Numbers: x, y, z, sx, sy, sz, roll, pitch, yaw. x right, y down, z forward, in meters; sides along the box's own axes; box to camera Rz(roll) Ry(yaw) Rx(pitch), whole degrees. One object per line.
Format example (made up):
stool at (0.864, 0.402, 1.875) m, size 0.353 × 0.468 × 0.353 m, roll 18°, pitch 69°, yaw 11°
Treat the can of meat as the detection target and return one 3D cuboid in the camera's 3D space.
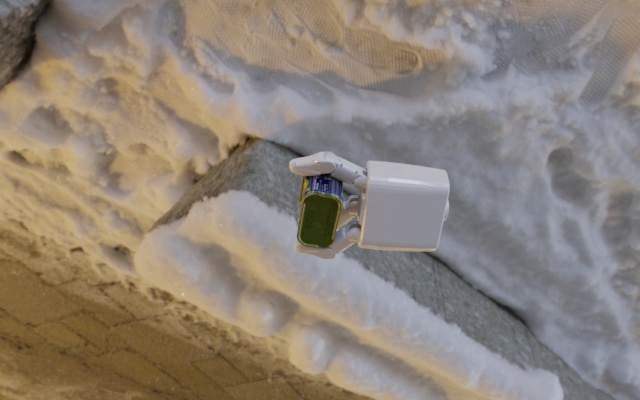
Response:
can of meat at (0.000, 0.002, 0.649) m, size 0.057 × 0.102 × 0.083 m, roll 8°, pitch 41°, yaw -3°
